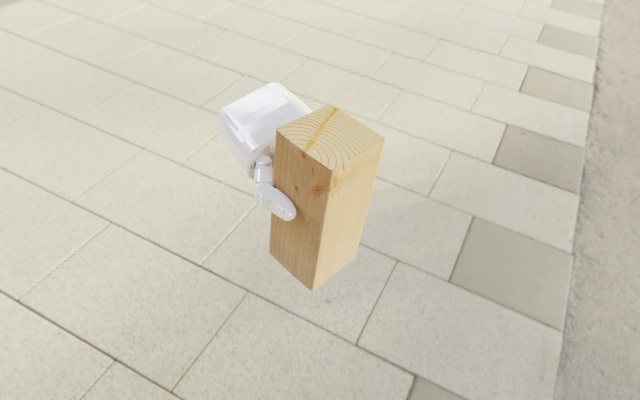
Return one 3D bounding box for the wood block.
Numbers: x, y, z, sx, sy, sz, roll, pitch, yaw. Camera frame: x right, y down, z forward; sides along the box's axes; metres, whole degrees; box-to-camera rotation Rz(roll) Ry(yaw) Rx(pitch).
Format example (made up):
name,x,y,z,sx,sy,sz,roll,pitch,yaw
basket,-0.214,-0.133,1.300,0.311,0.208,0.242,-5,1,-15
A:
name,x,y,z,sx,sy,sz,roll,pitch,yaw
wood block,0.000,0.002,0.592,0.091,0.206,0.090,-31,56,-34
